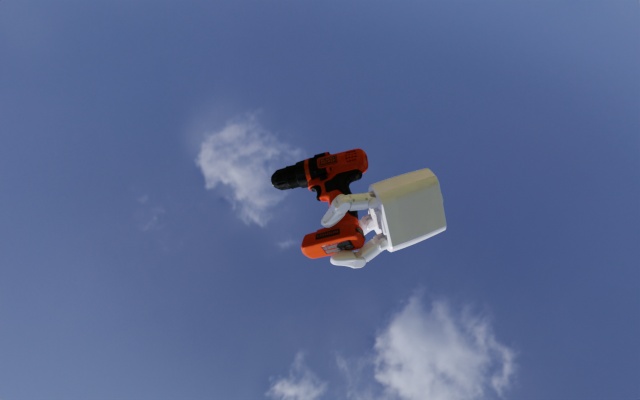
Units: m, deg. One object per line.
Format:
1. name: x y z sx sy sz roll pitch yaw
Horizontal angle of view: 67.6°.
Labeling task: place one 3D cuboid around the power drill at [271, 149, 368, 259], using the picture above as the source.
1. power drill: 0.000 0.003 0.836 0.184 0.187 0.057 -14 -31 15
